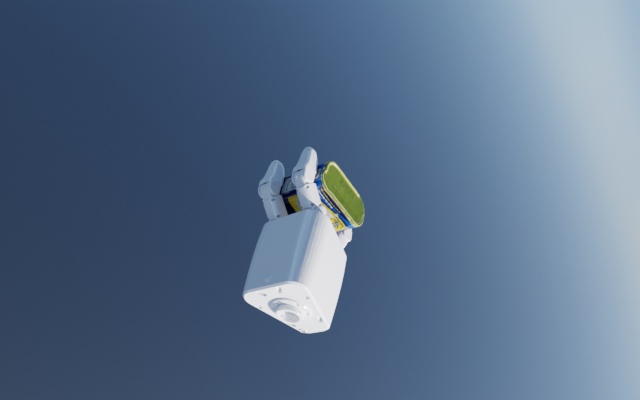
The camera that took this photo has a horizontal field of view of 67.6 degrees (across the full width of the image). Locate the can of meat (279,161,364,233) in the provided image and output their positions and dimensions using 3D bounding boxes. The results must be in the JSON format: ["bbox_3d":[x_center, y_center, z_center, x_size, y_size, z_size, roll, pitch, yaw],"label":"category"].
[{"bbox_3d":[0.000,0.002,0.647,0.084,0.057,0.102,-18,-54,32],"label":"can of meat"}]
